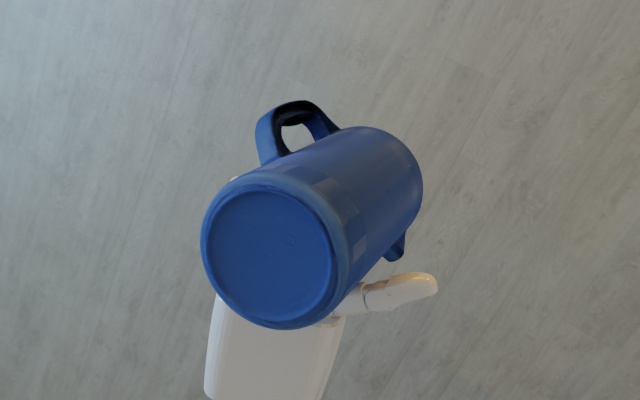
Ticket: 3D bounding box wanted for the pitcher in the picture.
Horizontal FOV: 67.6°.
[{"bbox_3d":[0.000,0.002,0.411,0.149,0.145,0.243,18,17,15],"label":"pitcher"}]
